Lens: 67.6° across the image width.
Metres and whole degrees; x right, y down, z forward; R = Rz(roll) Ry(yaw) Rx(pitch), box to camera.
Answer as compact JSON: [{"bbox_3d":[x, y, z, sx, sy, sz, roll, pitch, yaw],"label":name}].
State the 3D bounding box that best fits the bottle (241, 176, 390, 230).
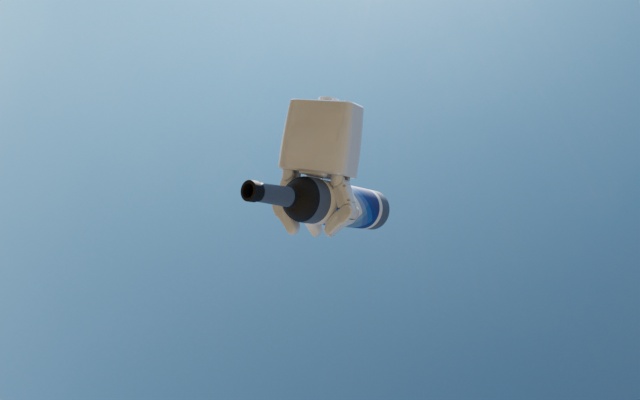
[{"bbox_3d":[0.000,0.002,0.704,0.069,0.069,0.296,0,-6,38],"label":"bottle"}]
